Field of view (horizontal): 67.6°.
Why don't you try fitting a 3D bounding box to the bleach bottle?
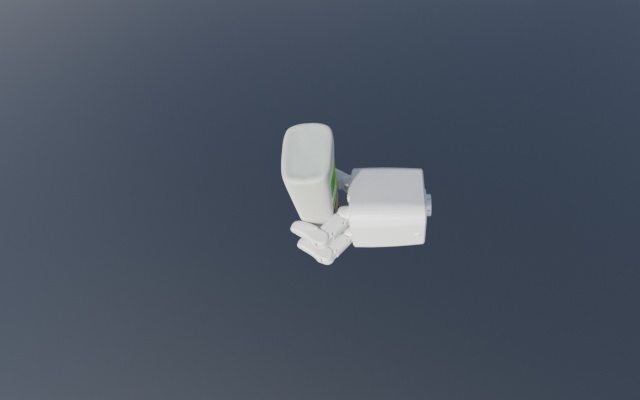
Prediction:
[{"bbox_3d":[0.000,0.002,0.718,0.068,0.102,0.251,-2,-31,9],"label":"bleach bottle"}]
